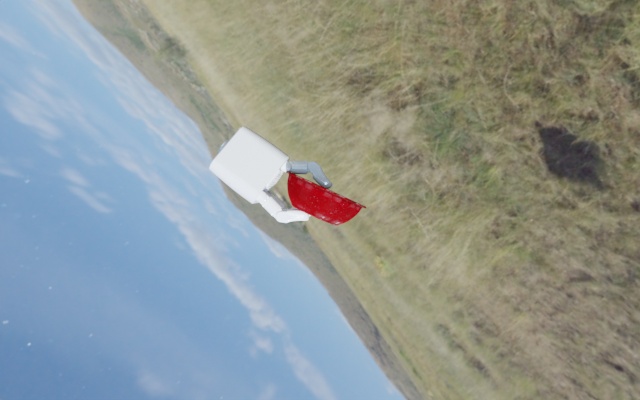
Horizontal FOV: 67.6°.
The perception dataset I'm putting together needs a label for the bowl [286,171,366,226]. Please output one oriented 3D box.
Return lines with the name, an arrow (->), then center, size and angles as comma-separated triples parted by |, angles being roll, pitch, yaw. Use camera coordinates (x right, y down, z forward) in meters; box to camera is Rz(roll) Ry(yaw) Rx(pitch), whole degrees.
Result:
bowl -> 0.001, 0.004, 0.874 | 0.162, 0.055, 0.162 | 24, 1, -1
